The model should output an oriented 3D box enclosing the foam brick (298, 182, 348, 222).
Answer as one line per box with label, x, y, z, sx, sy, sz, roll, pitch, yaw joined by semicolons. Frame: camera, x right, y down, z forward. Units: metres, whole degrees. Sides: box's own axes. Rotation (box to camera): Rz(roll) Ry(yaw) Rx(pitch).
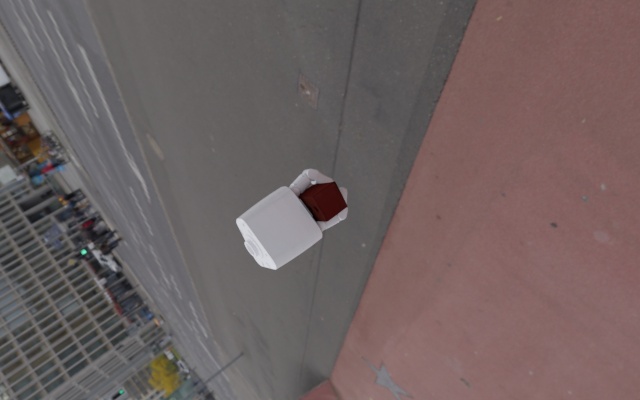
foam brick;0.000;0.003;0.847;0.051;0.053;0.078;-35;14;-24
